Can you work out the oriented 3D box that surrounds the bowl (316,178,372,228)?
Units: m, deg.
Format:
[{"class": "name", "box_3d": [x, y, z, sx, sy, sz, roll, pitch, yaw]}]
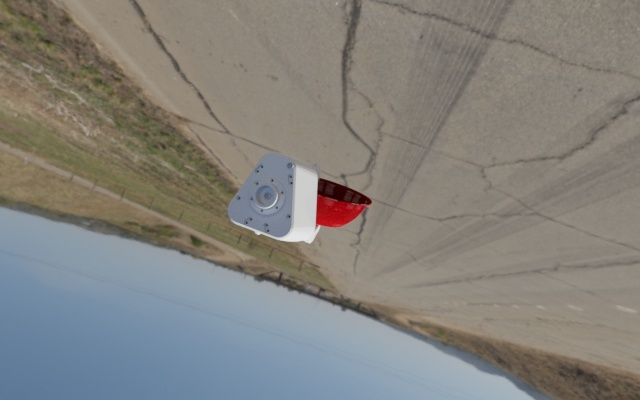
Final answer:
[{"class": "bowl", "box_3d": [0.001, 0.003, 0.788, 0.162, 0.055, 0.162, 16, 12, -3]}]
